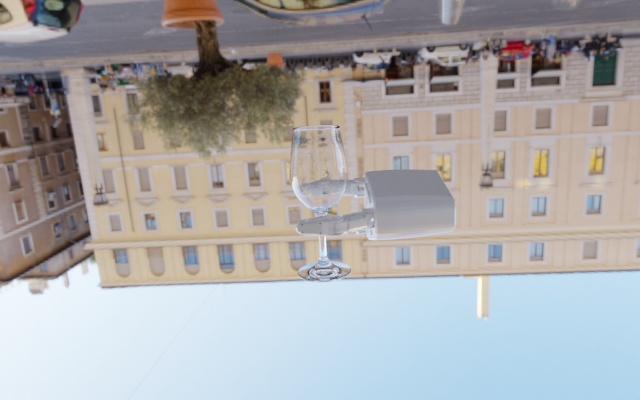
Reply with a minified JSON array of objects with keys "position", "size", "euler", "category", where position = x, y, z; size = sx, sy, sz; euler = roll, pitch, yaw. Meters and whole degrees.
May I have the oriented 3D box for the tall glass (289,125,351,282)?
[{"position":[0.000,0.003,0.639],"size":[0.079,0.201,0.079],"euler":[-3,13,1],"category":"tall glass"}]
